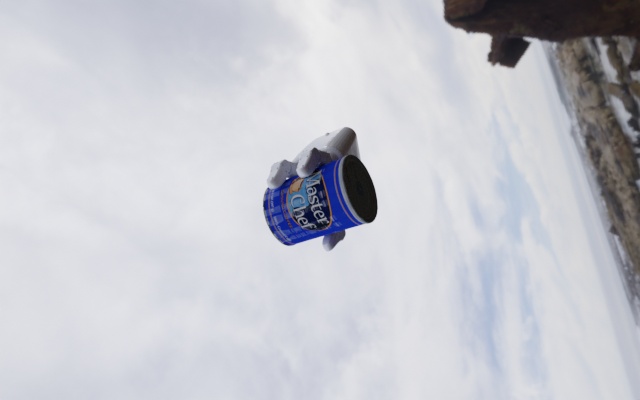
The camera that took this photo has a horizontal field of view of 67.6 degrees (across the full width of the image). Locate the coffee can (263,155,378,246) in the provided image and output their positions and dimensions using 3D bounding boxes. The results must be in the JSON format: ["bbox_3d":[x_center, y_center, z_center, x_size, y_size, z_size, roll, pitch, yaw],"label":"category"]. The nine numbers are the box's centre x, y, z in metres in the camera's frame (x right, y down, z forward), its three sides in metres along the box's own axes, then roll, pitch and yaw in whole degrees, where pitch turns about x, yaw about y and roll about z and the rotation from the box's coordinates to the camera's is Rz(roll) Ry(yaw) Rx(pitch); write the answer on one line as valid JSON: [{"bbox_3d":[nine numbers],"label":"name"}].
[{"bbox_3d":[0.000,0.002,0.713,0.140,0.103,0.103,-19,-9,29],"label":"coffee can"}]
